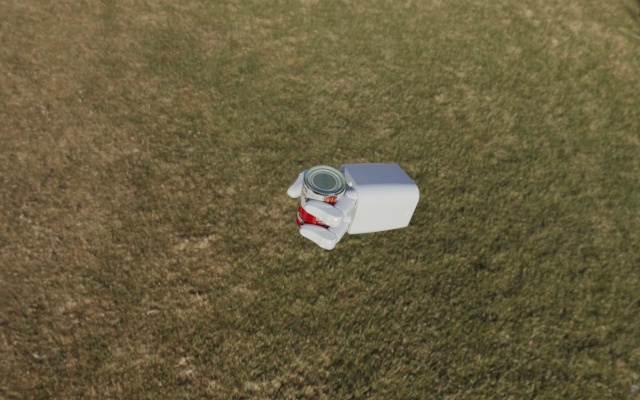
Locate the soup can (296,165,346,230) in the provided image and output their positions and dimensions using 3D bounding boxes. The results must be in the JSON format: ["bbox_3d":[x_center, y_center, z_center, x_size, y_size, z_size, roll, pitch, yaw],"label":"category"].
[{"bbox_3d":[0.000,0.002,0.768,0.068,0.068,0.102,0,-43,-12],"label":"soup can"}]
